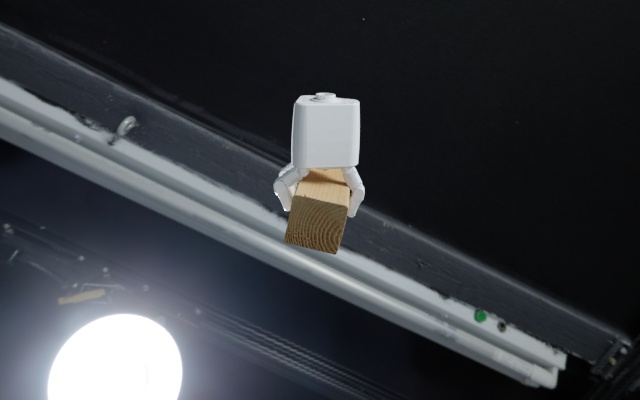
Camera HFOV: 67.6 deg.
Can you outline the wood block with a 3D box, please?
[{"bbox_3d":[0.001,0.002,0.849,0.091,0.090,0.206,13,22,0],"label":"wood block"}]
